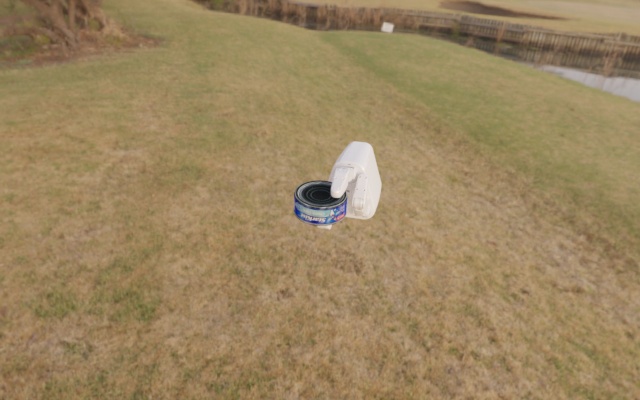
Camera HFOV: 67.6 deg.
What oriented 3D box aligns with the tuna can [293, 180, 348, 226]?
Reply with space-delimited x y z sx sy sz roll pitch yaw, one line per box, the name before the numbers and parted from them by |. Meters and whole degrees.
tuna can | 0.000 0.002 0.756 0.086 0.034 0.086 2 33 -1
